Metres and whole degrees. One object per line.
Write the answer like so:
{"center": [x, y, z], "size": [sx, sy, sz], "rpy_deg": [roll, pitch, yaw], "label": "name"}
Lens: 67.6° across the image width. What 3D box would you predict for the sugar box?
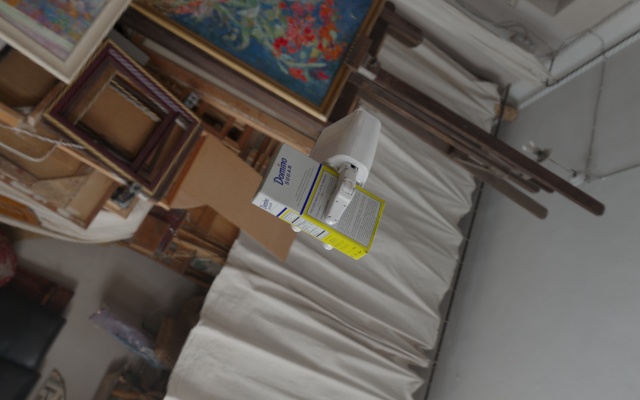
{"center": [0.000, 0.002, 0.679], "size": [0.176, 0.093, 0.048], "rpy_deg": [29, -32, -11], "label": "sugar box"}
